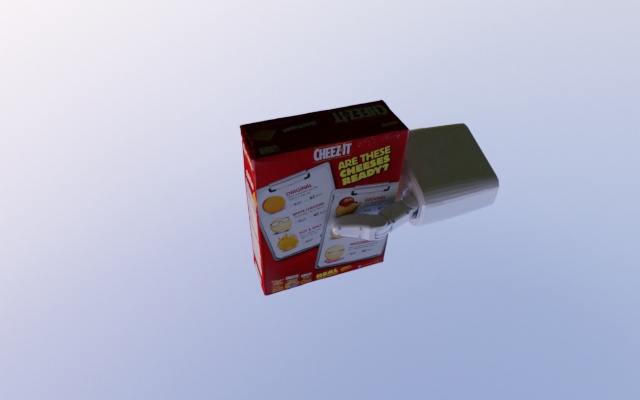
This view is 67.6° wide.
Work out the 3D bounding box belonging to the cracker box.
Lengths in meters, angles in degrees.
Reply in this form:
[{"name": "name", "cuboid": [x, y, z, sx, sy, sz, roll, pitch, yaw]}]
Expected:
[{"name": "cracker box", "cuboid": [0.000, 0.002, 0.549, 0.164, 0.214, 0.072, -13, 45, -16]}]
